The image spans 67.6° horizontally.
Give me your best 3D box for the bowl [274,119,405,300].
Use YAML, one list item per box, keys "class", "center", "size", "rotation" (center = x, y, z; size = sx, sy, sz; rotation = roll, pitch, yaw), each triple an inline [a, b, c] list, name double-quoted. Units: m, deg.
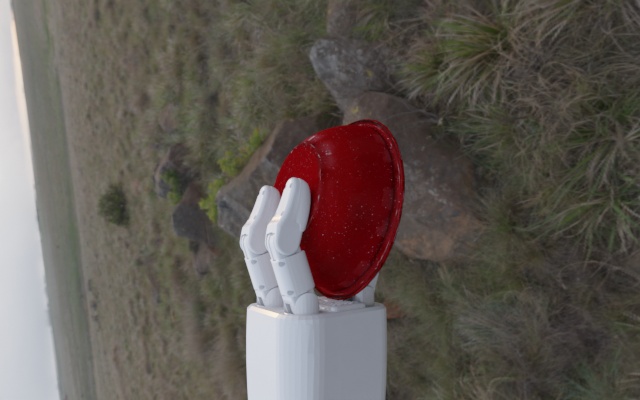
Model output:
- class: "bowl"
  center: [0.000, 0.000, 0.411]
  size: [0.055, 0.162, 0.162]
  rotation: [13, -6, -28]
